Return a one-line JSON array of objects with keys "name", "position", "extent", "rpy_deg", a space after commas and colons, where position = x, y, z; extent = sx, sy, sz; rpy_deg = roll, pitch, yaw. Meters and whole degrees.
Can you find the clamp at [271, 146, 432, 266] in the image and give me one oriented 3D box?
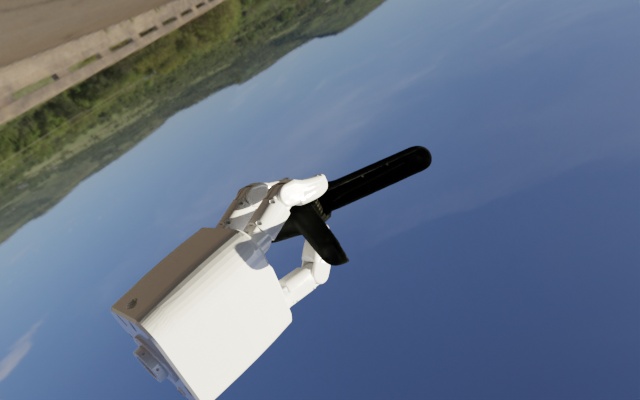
[{"name": "clamp", "position": [0.000, 0.002, 0.477], "extent": [0.164, 0.036, 0.210], "rpy_deg": [-39, 22, -32]}]
